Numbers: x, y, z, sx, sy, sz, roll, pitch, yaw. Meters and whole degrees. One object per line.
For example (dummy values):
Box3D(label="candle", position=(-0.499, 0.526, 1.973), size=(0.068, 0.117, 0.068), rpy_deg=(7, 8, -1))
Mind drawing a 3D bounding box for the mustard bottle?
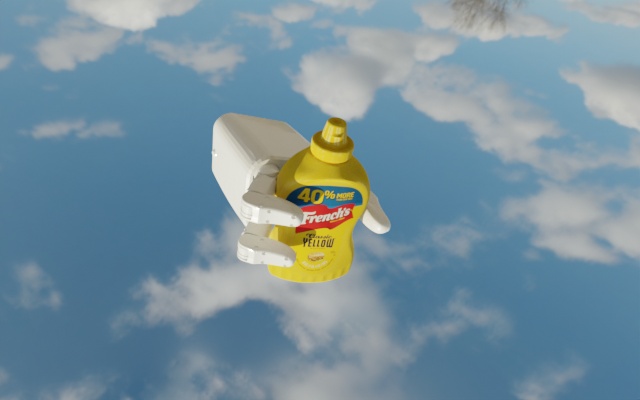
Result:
Box3D(label="mustard bottle", position=(0.000, 0.002, 0.495), size=(0.096, 0.192, 0.058), rpy_deg=(3, 38, -11))
